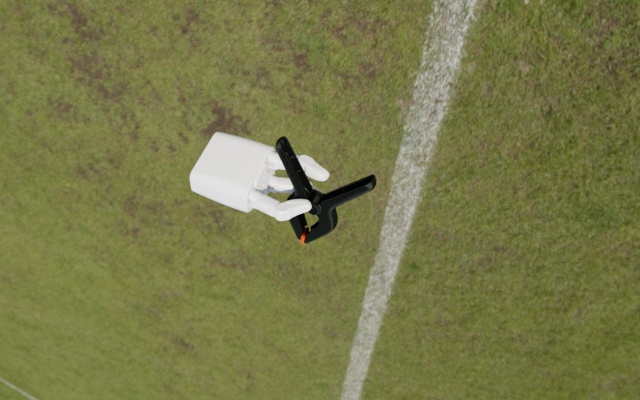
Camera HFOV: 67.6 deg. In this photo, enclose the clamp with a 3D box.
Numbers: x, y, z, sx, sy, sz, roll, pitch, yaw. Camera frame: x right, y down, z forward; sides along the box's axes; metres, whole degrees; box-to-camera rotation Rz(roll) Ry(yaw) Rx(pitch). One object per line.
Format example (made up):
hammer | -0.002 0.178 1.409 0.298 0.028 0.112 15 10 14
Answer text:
clamp | 0.000 0.003 0.782 0.164 0.210 0.036 20 47 12
